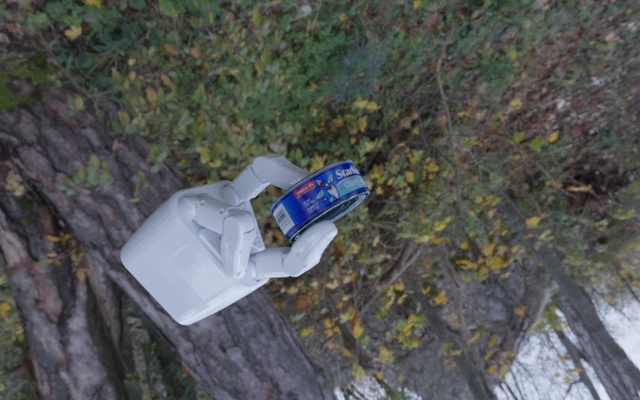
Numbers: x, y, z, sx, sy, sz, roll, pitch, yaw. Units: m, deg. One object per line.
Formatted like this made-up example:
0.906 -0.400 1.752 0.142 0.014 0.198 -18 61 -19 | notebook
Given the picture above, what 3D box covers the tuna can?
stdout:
0.000 0.002 0.420 0.086 0.033 0.086 -31 -10 -6 | tuna can
